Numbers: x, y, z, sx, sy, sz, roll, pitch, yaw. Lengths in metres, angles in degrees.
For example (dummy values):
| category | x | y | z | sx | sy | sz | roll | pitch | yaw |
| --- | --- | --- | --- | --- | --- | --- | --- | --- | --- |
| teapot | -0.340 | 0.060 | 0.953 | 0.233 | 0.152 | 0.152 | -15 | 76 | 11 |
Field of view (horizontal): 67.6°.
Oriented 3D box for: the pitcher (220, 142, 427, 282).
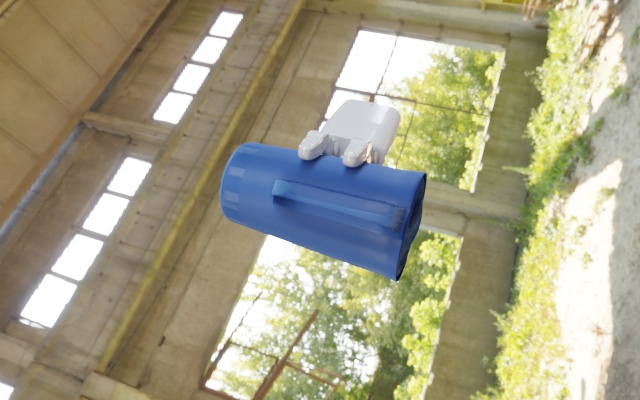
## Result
| category | x | y | z | sx | sy | sz | roll | pitch | yaw |
| --- | --- | --- | --- | --- | --- | --- | --- | --- | --- |
| pitcher | 0.000 | 0.002 | 0.586 | 0.243 | 0.149 | 0.145 | 15 | 43 | 16 |
